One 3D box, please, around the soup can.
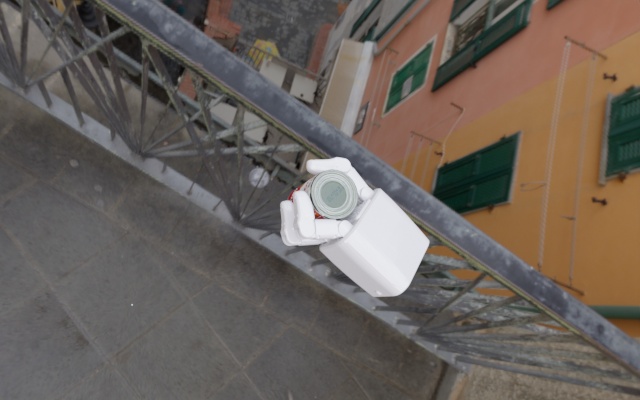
[{"bbox_3d":[0.000,0.002,0.648,0.068,0.068,0.102,0,-11,-22],"label":"soup can"}]
